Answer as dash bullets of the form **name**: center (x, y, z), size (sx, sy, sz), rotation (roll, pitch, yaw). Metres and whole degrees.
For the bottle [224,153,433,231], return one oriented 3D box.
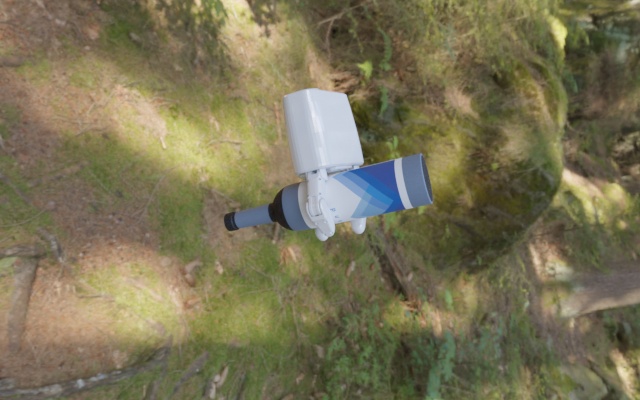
- **bottle**: center (0.000, 0.002, 0.657), size (0.296, 0.069, 0.069), rotation (-13, -4, 19)
